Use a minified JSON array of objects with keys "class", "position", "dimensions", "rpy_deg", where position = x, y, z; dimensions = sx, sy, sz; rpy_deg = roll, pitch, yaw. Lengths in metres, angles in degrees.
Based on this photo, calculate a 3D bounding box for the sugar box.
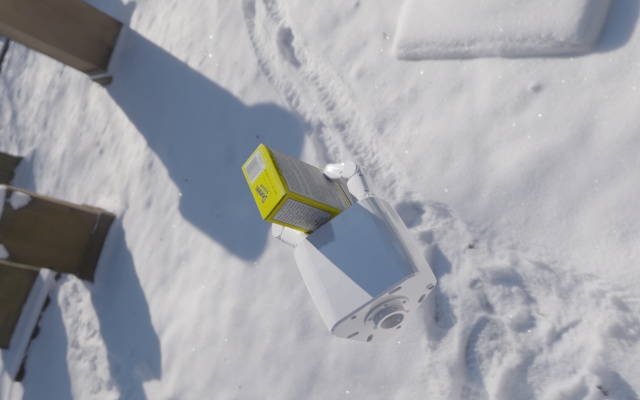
[{"class":"sugar box","position":[0.000,0.002,0.560],"dimensions":[0.176,0.048,0.093],"rpy_deg":[24,27,-41]}]
